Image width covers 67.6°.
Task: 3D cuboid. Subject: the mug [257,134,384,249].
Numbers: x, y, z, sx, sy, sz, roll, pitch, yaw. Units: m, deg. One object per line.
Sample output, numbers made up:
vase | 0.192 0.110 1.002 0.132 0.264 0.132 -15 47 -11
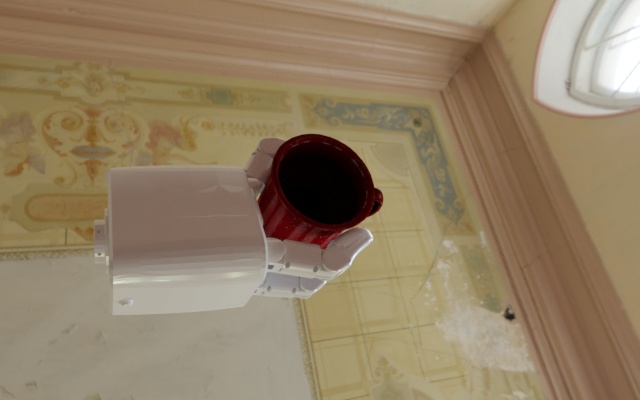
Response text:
mug | 0.001 0.001 0.435 0.117 0.093 0.081 2 -28 -24
